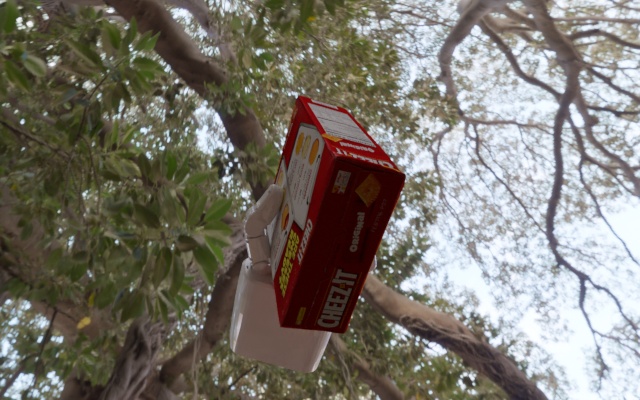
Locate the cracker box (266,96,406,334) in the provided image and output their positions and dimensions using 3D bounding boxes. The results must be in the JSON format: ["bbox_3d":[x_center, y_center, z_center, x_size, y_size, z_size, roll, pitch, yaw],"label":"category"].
[{"bbox_3d":[0.000,0.001,0.488,0.072,0.164,0.213,11,22,-16],"label":"cracker box"}]
